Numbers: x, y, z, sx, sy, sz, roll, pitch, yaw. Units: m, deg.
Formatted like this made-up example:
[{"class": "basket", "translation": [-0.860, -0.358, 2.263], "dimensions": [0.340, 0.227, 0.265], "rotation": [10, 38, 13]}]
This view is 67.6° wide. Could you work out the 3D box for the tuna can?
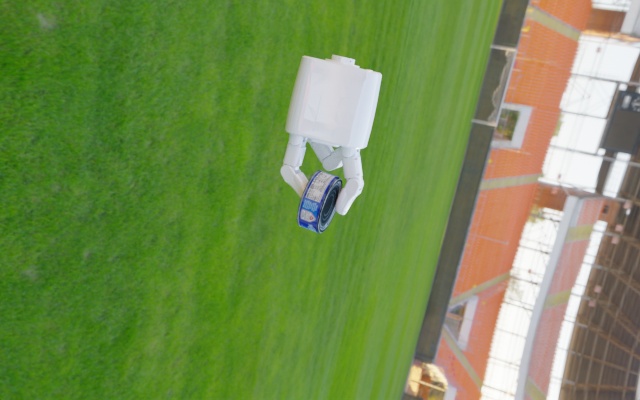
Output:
[{"class": "tuna can", "translation": [0.001, 0.002, 0.678], "dimensions": [0.034, 0.086, 0.086], "rotation": [20, 5, 15]}]
